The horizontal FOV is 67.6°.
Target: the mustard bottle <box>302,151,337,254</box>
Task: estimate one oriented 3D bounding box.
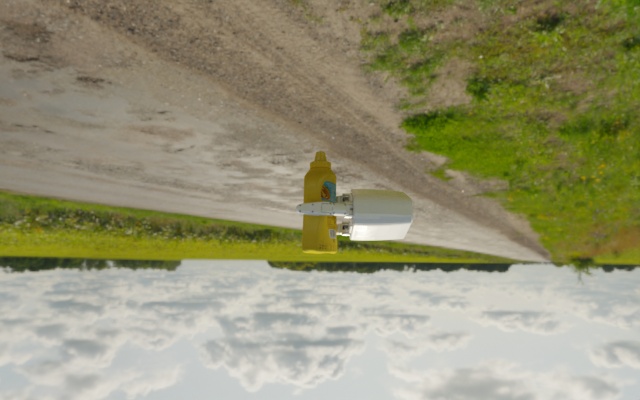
[{"bbox_3d":[0.000,0.003,0.896,0.058,0.191,0.096,-3,-8,24],"label":"mustard bottle"}]
